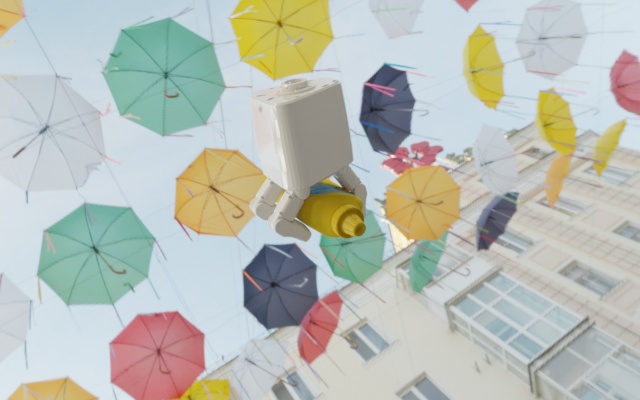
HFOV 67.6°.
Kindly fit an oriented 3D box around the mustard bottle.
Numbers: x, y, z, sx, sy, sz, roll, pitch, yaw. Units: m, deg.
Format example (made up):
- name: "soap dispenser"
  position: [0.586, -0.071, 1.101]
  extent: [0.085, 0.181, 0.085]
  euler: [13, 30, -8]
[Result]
- name: "mustard bottle"
  position: [0.000, 0.002, 0.632]
  extent: [0.096, 0.058, 0.191]
  euler: [4, 17, -32]
